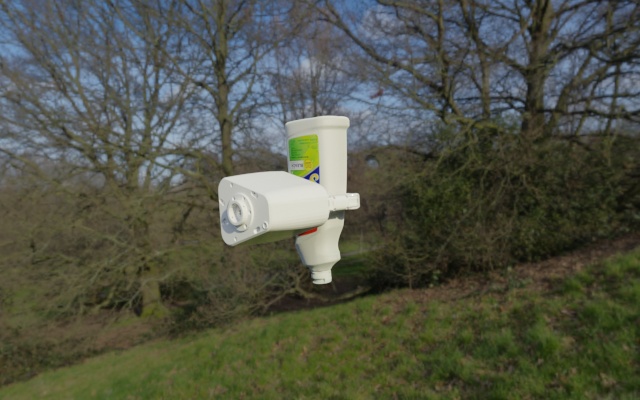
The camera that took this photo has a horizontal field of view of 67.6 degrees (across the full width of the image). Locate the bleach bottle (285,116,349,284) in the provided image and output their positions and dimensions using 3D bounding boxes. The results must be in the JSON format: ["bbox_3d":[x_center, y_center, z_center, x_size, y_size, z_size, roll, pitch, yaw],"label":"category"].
[{"bbox_3d":[0.000,0.002,0.733,0.102,0.251,0.068,0,5,44],"label":"bleach bottle"}]
